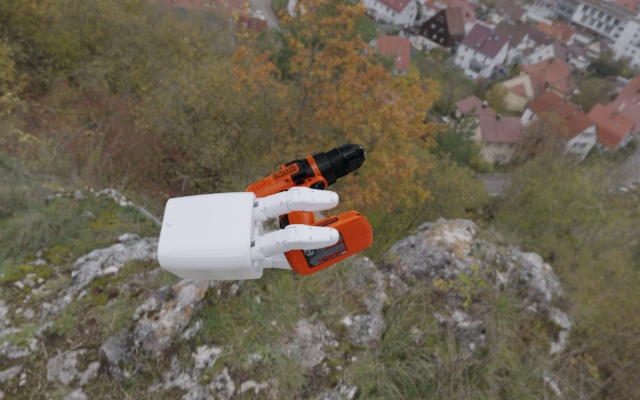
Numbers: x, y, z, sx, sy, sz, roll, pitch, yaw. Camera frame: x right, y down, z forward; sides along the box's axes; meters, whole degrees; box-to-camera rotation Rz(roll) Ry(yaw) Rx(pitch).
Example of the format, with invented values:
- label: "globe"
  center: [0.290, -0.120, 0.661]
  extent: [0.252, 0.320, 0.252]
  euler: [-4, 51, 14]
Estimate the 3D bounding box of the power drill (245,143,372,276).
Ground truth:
- label: "power drill"
  center: [0.000, 0.002, 0.632]
  extent: [0.184, 0.057, 0.187]
  euler: [-26, 35, -3]
